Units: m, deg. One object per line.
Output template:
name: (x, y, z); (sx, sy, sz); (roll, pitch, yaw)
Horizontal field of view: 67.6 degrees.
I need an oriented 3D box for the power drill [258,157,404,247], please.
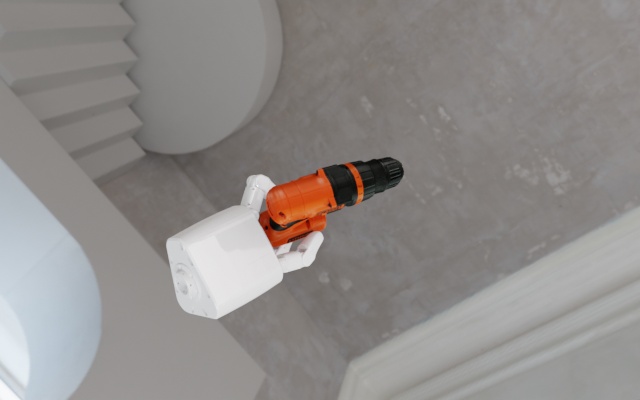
power drill: (0.000, 0.002, 0.638); (0.184, 0.057, 0.188); (-15, -12, -24)
